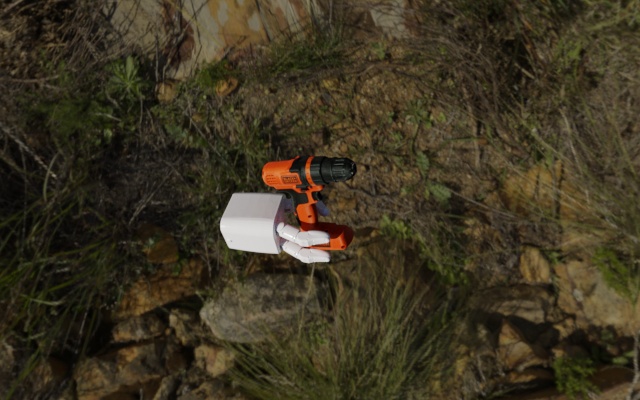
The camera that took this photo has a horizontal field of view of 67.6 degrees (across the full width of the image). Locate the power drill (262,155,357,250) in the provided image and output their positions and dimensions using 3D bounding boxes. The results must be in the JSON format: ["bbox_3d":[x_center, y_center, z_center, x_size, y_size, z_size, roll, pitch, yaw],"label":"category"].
[{"bbox_3d":[0.000,0.003,0.875,0.184,0.188,0.057,0,34,32],"label":"power drill"}]
